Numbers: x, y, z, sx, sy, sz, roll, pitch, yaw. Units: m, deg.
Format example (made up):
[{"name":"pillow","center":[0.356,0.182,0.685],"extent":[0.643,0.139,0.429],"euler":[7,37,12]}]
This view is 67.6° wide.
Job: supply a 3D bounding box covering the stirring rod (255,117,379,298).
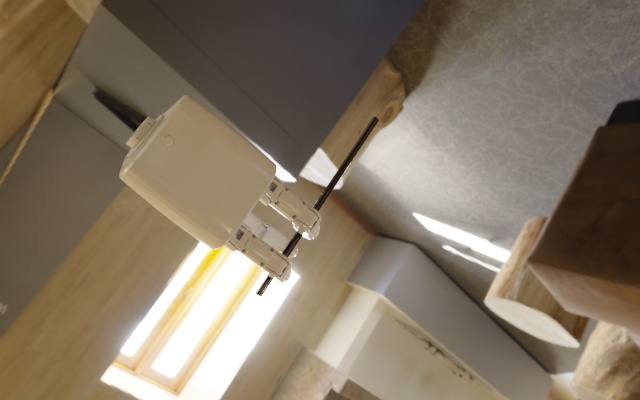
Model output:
[{"name":"stirring rod","center":[0.000,0.002,0.524],"extent":[0.011,0.239,0.011],"euler":[31,-15,10]}]
